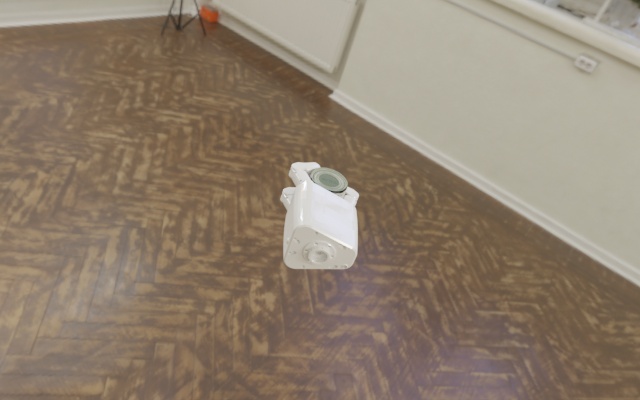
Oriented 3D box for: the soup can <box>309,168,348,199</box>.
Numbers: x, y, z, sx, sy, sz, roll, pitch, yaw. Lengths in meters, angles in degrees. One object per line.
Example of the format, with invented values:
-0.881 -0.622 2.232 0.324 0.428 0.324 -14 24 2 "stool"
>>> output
0.000 0.002 0.826 0.068 0.102 0.068 13 36 -10 "soup can"
